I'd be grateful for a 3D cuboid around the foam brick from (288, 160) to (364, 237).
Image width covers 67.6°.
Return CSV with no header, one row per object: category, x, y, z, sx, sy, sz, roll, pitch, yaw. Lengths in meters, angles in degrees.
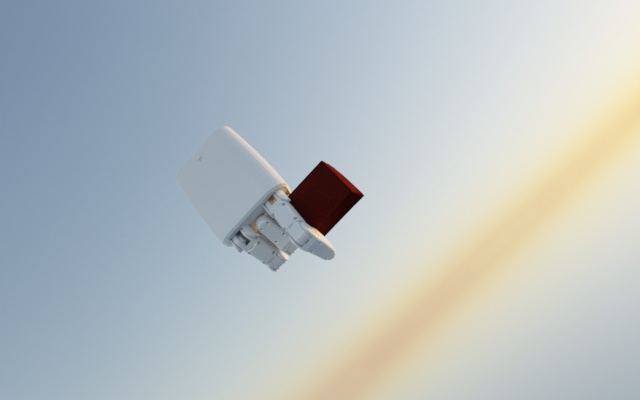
foam brick,0.000,0.002,0.541,0.051,0.078,0.053,47,9,18
